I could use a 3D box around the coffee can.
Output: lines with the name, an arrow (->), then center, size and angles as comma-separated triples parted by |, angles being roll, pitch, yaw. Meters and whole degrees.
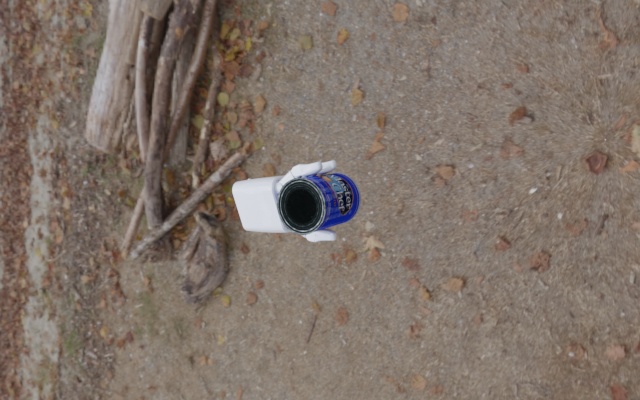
coffee can -> 0.000, 0.003, 0.896 | 0.103, 0.103, 0.140 | 0, 6, 31
